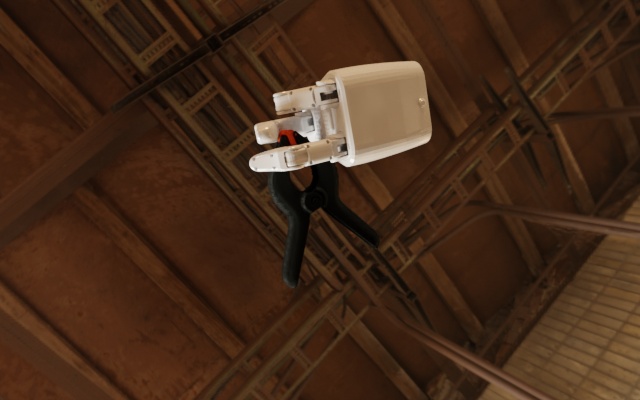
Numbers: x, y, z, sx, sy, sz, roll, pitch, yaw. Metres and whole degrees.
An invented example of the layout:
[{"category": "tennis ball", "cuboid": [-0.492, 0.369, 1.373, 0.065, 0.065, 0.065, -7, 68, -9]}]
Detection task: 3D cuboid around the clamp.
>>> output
[{"category": "clamp", "cuboid": [0.000, 0.002, 0.529, 0.120, 0.171, 0.039, -16, 13, -23]}]
